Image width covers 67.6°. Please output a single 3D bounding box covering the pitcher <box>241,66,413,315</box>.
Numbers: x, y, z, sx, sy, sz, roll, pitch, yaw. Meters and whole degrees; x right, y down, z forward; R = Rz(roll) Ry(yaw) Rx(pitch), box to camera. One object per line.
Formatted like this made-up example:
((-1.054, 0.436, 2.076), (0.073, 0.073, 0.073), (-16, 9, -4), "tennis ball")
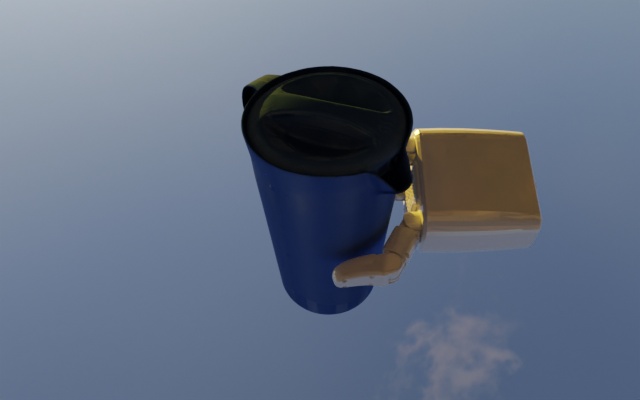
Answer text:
((0.000, 0.002, 0.461), (0.145, 0.149, 0.243), (0, -40, 1), "pitcher")
